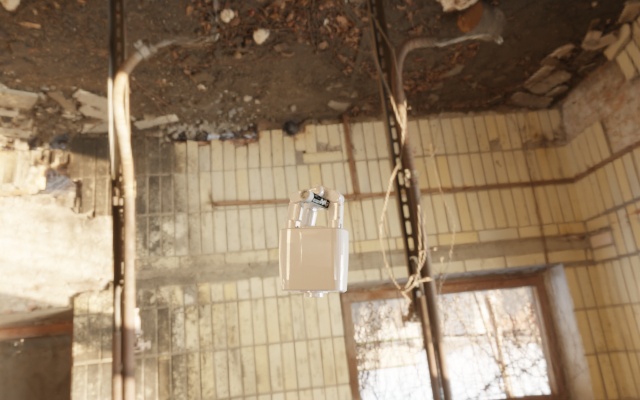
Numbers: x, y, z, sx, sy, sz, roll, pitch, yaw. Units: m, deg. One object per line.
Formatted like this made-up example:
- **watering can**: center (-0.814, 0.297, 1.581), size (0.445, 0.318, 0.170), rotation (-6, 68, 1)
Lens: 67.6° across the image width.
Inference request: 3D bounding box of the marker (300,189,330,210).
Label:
- **marker**: center (0.000, 0.003, 0.818), size (0.020, 0.020, 0.121), rotation (0, -12, 26)
